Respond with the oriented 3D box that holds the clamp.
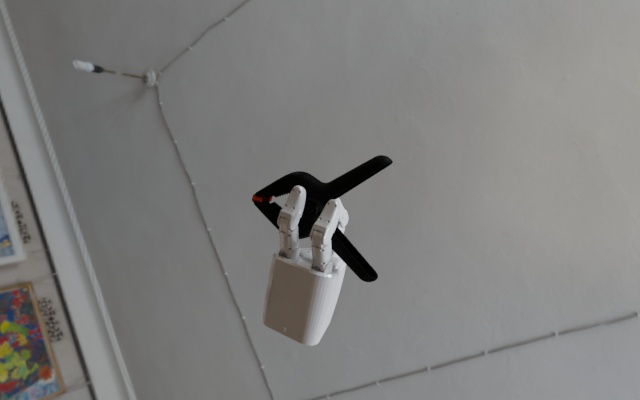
[{"bbox_3d":[0.000,0.002,0.654,0.210,0.164,0.036,18,10,28],"label":"clamp"}]
